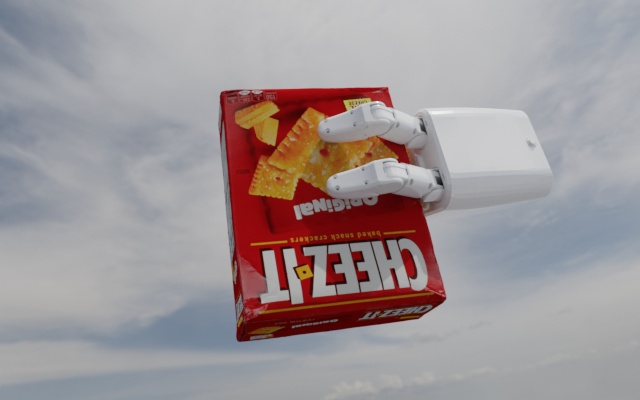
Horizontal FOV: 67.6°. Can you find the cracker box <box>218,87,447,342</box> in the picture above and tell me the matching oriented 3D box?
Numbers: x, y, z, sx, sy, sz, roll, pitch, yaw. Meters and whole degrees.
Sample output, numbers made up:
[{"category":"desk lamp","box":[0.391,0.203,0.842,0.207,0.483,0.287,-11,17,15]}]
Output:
[{"category":"cracker box","box":[0.000,0.001,0.422,0.164,0.213,0.072,-4,-27,-14]}]
